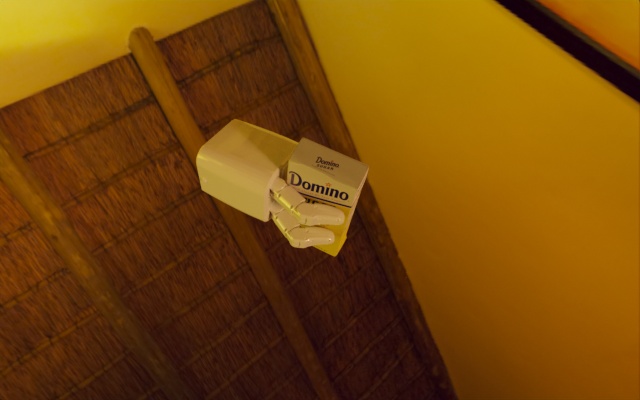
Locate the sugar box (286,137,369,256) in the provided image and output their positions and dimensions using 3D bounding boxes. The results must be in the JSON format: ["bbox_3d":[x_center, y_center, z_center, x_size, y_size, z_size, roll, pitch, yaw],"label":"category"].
[{"bbox_3d":[0.000,0.003,0.639,0.093,0.048,0.176,24,-31,9],"label":"sugar box"}]
